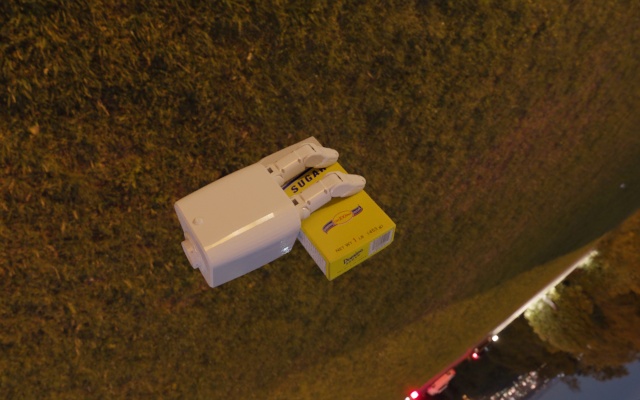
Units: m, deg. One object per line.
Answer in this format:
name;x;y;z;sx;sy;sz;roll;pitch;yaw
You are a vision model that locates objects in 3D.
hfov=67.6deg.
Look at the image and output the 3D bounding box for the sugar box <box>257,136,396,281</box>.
sugar box;0.000;0.002;0.576;0.093;0.176;0.048;-28;-32;-20
